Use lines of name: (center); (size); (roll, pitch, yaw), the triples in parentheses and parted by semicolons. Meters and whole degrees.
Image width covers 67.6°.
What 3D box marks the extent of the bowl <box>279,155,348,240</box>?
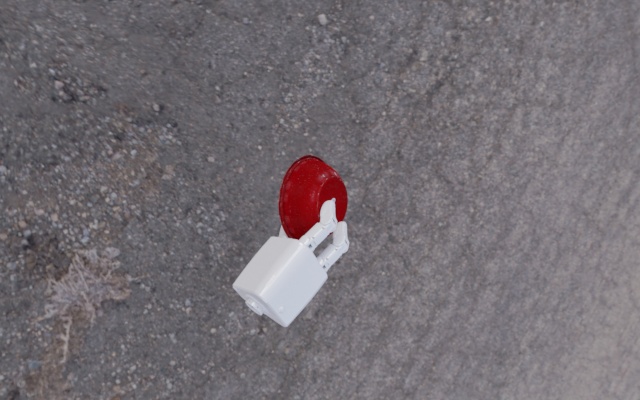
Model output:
bowl: (0.001, 0.002, 0.826); (0.055, 0.162, 0.162); (4, 3, 36)
